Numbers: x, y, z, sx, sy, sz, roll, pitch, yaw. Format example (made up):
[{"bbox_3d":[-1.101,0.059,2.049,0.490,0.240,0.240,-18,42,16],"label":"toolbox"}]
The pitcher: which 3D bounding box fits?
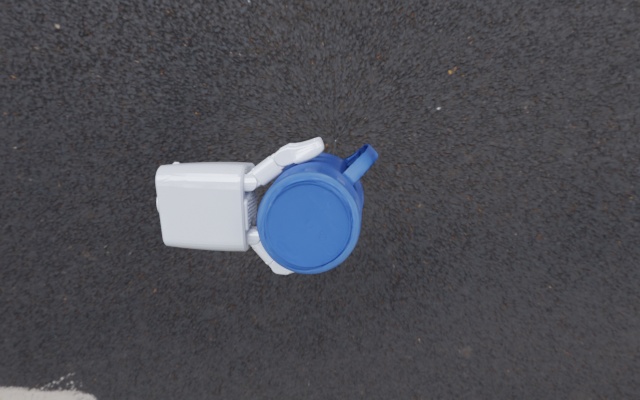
[{"bbox_3d":[0.000,0.002,0.598,0.145,0.149,0.243,3,7,2],"label":"pitcher"}]
